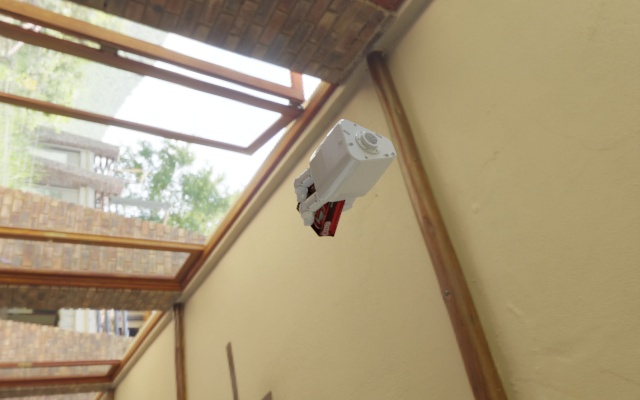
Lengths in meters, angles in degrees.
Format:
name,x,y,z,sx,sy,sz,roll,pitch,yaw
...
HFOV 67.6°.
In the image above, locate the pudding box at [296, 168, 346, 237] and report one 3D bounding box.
name,x,y,z,sx,sy,sz,roll,pitch,yaw
pudding box,0.000,0.003,0.891,0.039,0.090,0.113,6,24,-28
